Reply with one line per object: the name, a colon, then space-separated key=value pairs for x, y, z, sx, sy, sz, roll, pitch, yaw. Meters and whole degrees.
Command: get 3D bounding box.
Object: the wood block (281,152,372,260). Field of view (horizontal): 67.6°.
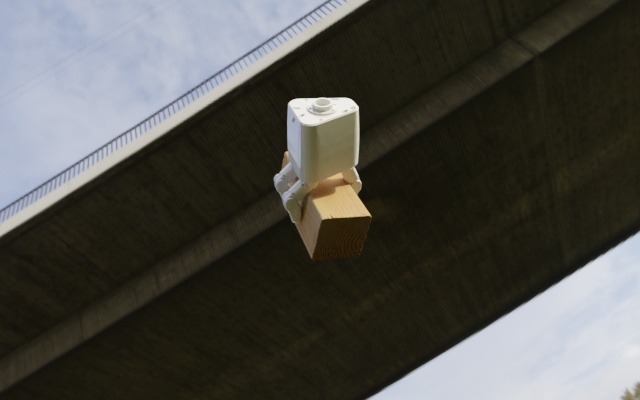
wood block: x=0.000 y=0.002 z=0.850 sx=0.091 sy=0.090 sz=0.206 roll=-2 pitch=37 yaw=-22
